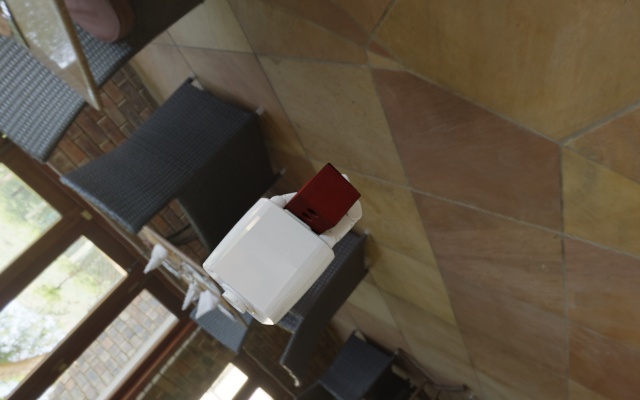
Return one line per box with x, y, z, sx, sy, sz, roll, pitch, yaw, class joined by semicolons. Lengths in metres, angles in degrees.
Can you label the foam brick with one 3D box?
0.000;0.002;0.543;0.051;0.053;0.078;-48;4;-22;foam brick
